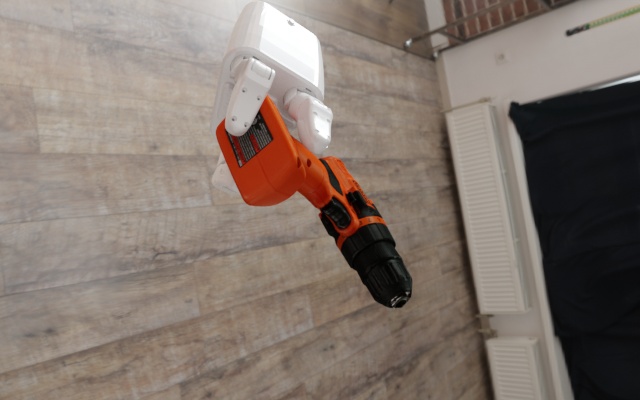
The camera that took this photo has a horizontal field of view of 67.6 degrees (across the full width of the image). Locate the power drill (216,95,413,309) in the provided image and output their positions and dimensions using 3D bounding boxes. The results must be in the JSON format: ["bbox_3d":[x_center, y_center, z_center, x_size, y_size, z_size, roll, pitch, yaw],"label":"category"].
[{"bbox_3d":[0.000,0.001,0.423,0.057,0.184,0.188,-39,-39,10],"label":"power drill"}]
